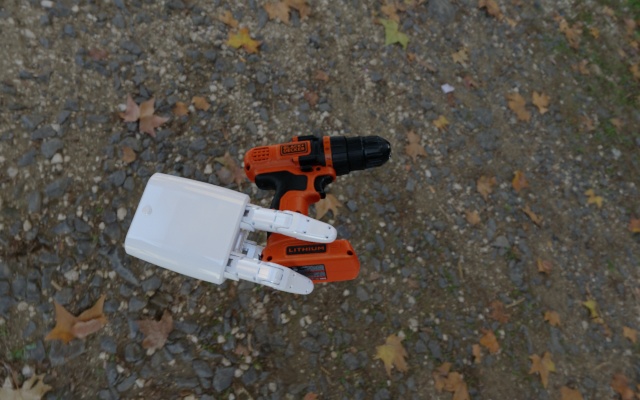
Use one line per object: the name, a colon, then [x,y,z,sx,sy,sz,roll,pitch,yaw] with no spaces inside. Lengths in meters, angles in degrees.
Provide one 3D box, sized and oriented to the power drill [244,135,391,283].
power drill: [0.000,0.002,0.559,0.184,0.187,0.057,-7,-38,5]
